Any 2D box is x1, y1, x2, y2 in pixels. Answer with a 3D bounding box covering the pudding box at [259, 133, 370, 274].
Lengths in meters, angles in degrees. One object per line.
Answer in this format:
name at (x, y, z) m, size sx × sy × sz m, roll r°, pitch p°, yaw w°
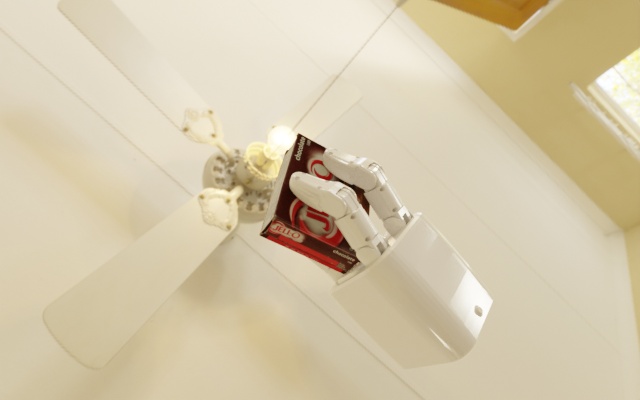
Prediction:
pudding box at (0.000, 0.002, 0.451) m, size 0.090 × 0.113 × 0.039 m, roll 27°, pitch -46°, yaw -17°
